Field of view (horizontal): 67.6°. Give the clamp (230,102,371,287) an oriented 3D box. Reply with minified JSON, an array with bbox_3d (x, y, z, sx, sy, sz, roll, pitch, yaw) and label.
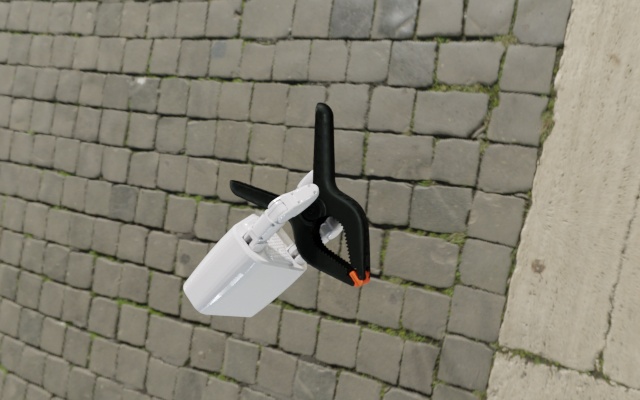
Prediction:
[{"bbox_3d":[0.000,0.002,0.557,0.164,0.210,0.036,-45,-18,19],"label":"clamp"}]
